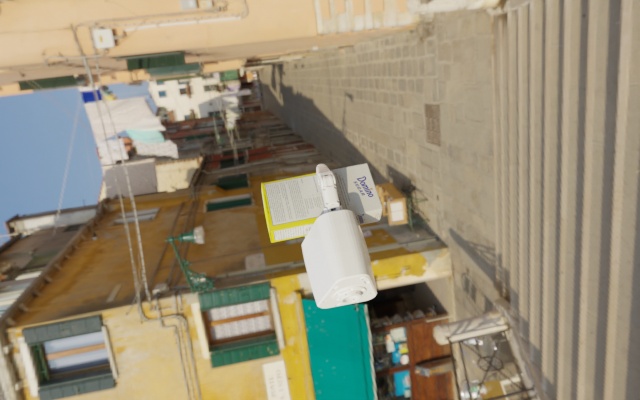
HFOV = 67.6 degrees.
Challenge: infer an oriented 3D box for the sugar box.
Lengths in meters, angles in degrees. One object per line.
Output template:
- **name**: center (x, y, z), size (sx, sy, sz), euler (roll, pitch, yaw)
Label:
- **sugar box**: center (0.000, 0.003, 0.751), size (0.176, 0.093, 0.048), euler (-9, -32, -8)
